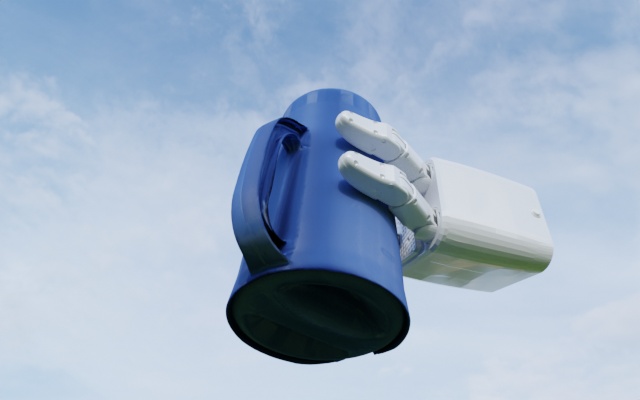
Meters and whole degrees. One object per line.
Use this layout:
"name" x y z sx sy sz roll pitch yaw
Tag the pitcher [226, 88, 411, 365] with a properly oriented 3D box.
"pitcher" 0.000 0.001 0.417 0.145 0.242 0.149 13 -45 -9
